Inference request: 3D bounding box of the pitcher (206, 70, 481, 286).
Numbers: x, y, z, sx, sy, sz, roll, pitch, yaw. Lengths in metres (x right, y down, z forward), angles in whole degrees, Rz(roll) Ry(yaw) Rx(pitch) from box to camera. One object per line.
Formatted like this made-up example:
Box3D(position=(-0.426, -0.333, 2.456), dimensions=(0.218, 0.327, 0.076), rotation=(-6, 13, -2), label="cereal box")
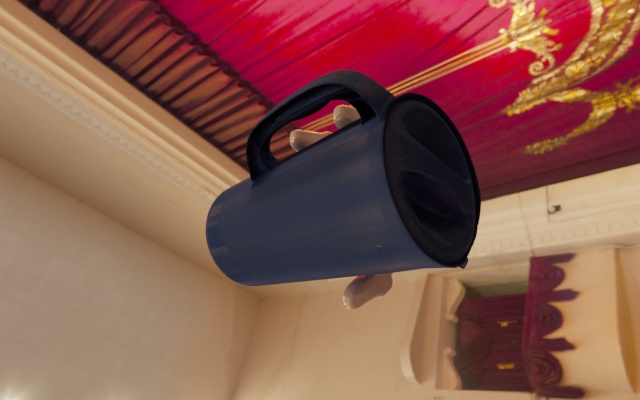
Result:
Box3D(position=(0.000, 0.001, 0.424), dimensions=(0.243, 0.149, 0.145), rotation=(-18, -17, 41), label="pitcher")
